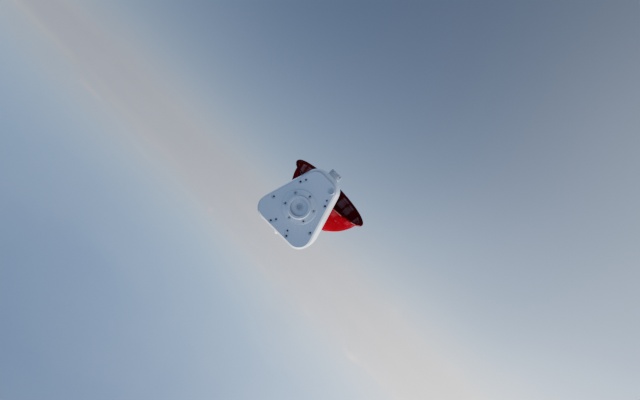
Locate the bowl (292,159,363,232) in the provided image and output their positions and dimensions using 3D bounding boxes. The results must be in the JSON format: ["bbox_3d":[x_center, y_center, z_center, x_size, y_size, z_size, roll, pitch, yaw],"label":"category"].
[{"bbox_3d":[0.000,0.003,0.845,0.055,0.162,0.162,-45,-14,14],"label":"bowl"}]
